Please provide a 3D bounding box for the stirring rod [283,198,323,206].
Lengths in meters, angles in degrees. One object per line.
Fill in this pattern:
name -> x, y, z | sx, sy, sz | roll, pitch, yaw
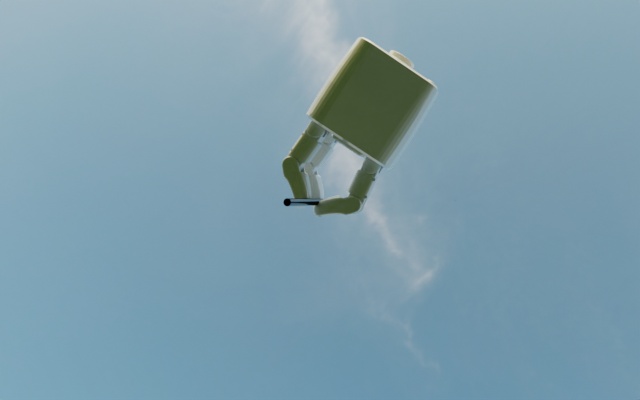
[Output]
stirring rod -> 0.000, 0.002, 0.582 | 0.011, 0.011, 0.239 | 0, 0, 16
